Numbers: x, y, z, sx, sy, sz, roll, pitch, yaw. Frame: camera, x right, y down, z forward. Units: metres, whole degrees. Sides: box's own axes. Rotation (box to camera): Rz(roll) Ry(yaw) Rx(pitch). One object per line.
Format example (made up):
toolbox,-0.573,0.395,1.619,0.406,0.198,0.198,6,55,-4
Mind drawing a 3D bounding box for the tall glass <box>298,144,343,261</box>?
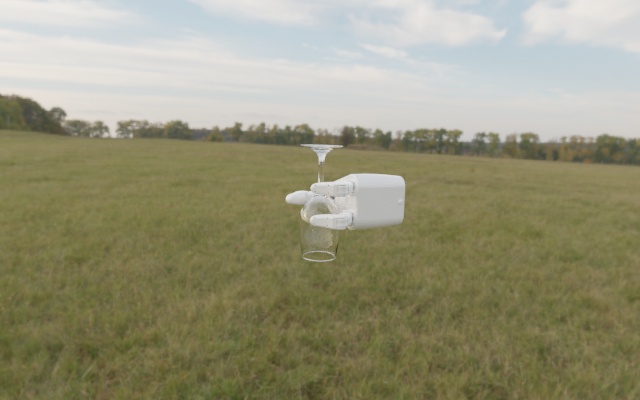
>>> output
tall glass,0.000,0.002,0.844,0.079,0.201,0.079,2,8,0
